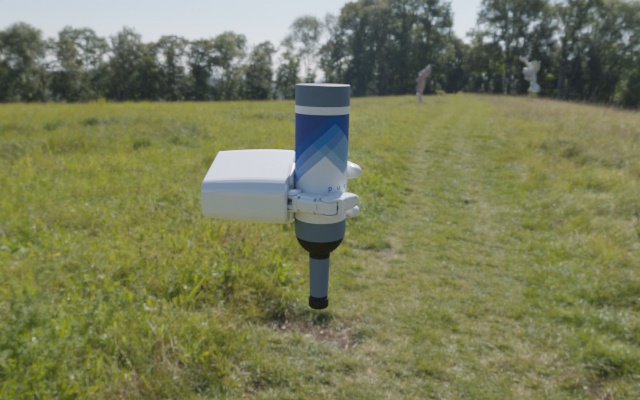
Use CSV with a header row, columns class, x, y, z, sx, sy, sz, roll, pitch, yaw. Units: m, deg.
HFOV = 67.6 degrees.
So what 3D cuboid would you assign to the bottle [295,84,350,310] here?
class,x,y,z,sx,sy,sz,roll,pitch,yaw
bottle,0.000,0.002,0.615,0.069,0.296,0.069,1,16,0
